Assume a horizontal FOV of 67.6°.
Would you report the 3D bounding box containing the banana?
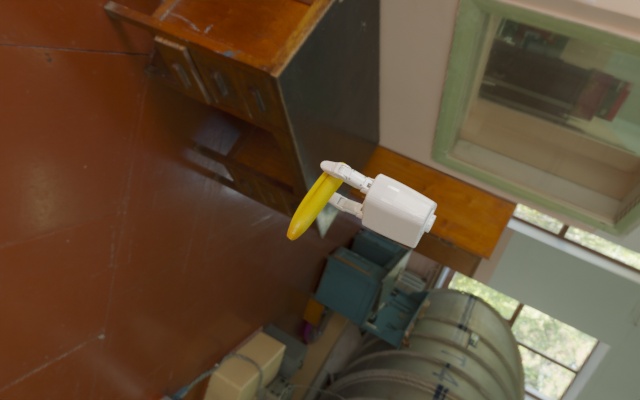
[{"bbox_3d":[0.004,-0.011,0.851,0.037,0.197,0.070,28,-37,14],"label":"banana"}]
